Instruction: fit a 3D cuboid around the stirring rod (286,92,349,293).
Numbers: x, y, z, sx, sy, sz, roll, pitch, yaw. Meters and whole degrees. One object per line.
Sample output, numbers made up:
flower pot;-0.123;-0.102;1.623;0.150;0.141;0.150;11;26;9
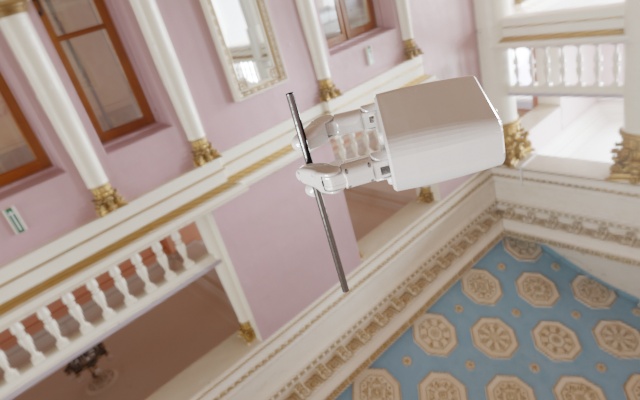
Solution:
stirring rod;0.000;0.002;0.510;0.011;0.240;0.011;-13;26;6
